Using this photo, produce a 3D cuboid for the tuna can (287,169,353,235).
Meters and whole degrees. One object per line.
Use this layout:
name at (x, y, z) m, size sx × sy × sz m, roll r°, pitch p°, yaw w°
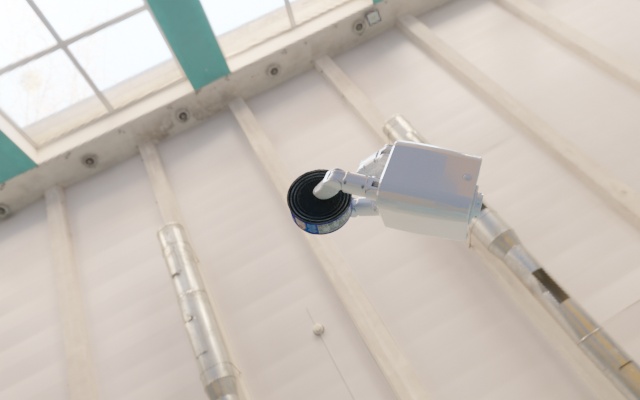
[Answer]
tuna can at (0.000, 0.002, 0.634) m, size 0.086 × 0.086 × 0.034 m, roll 0°, pitch -34°, yaw 8°
